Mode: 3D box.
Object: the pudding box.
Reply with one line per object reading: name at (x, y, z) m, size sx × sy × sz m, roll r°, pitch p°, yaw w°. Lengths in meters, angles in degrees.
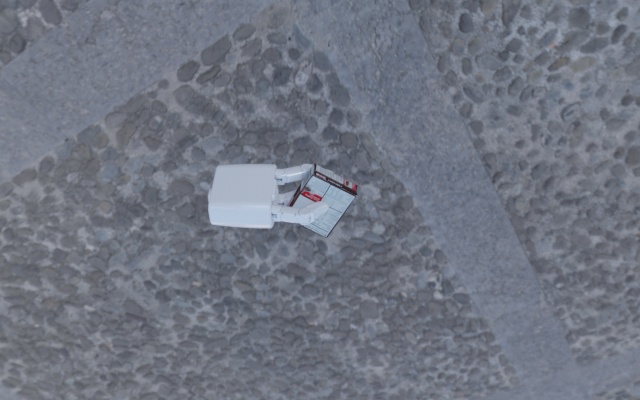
pudding box at (0.000, 0.003, 0.846) m, size 0.090 × 0.113 × 0.039 m, roll 26°, pitch 34°, yaw -13°
